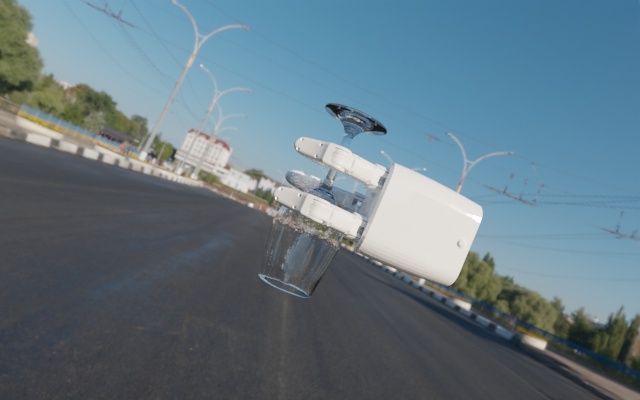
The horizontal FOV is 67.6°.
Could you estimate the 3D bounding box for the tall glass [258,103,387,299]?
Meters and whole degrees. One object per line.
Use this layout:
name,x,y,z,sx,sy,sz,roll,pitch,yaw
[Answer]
tall glass,0.000,0.001,0.519,0.079,0.201,0.079,24,-3,1
